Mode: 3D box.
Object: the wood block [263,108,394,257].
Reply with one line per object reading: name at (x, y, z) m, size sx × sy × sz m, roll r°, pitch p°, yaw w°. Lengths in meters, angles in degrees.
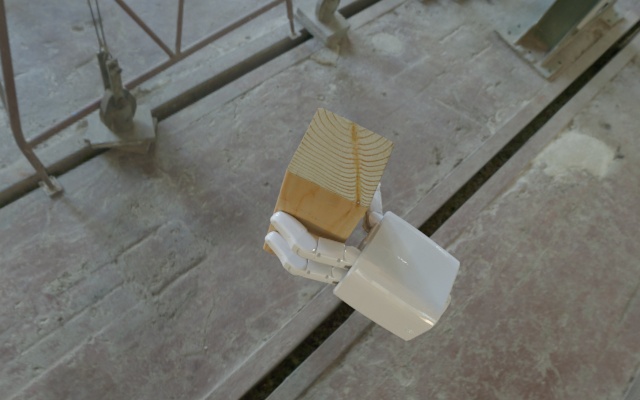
wood block at (0.001, 0.002, 0.564) m, size 0.090 × 0.090 × 0.206 m, roll 25°, pitch -31°, yaw 0°
